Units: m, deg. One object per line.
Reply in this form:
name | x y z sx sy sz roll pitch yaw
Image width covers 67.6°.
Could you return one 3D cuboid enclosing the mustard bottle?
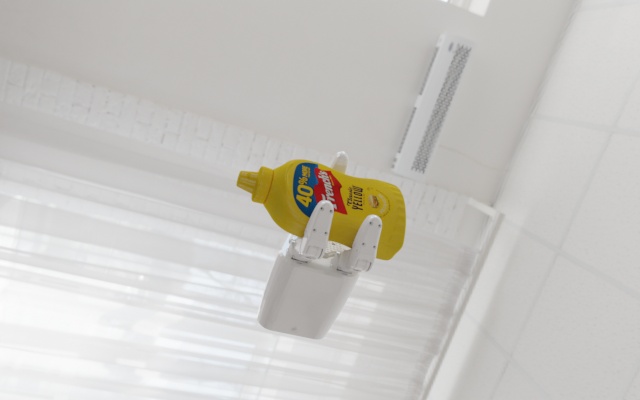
mustard bottle | 0.000 0.002 0.539 0.191 0.096 0.058 16 -38 -14
